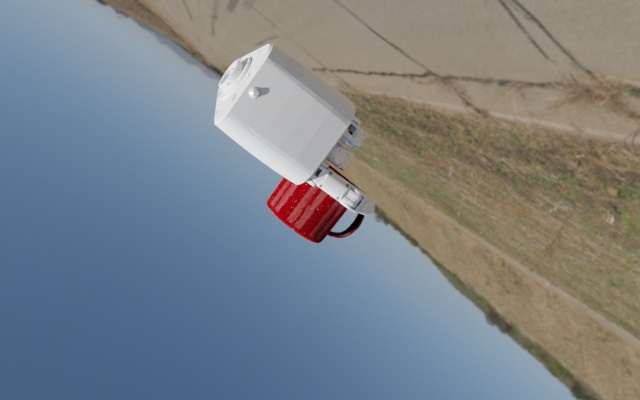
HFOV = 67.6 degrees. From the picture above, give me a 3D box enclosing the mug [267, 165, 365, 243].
[{"bbox_3d":[0.001,0.003,0.565,0.117,0.081,0.093,35,5,-24],"label":"mug"}]
